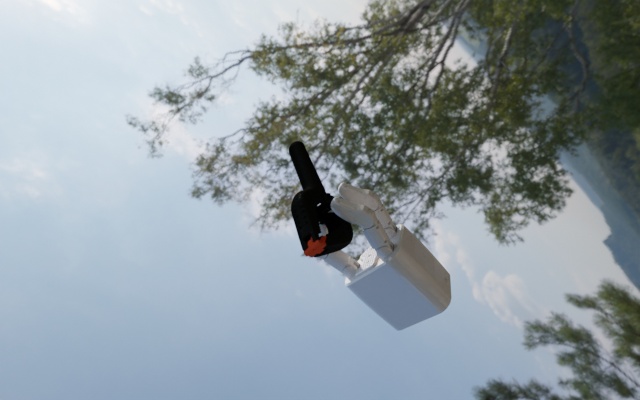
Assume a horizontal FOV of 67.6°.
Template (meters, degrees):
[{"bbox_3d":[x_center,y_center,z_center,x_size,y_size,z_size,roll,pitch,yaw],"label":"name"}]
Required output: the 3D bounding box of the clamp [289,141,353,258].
[{"bbox_3d":[0.000,0.003,0.647,0.036,0.164,0.210,-45,7,26],"label":"clamp"}]
